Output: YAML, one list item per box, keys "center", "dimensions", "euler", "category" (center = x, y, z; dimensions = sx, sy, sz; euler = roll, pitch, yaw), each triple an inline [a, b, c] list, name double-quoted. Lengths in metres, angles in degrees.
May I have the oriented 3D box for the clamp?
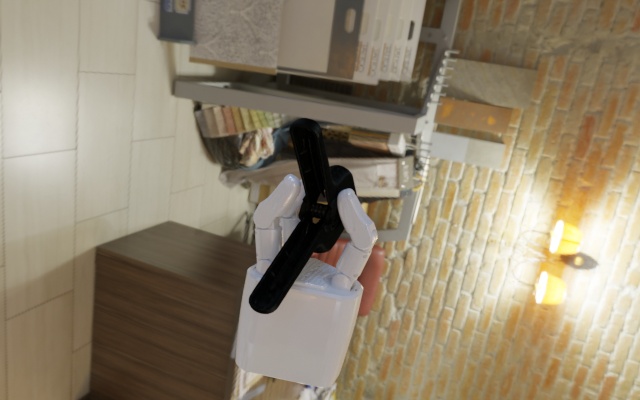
- center: [0.001, 0.002, 0.467]
  dimensions: [0.036, 0.164, 0.210]
  euler: [18, 15, 17]
  category: "clamp"
